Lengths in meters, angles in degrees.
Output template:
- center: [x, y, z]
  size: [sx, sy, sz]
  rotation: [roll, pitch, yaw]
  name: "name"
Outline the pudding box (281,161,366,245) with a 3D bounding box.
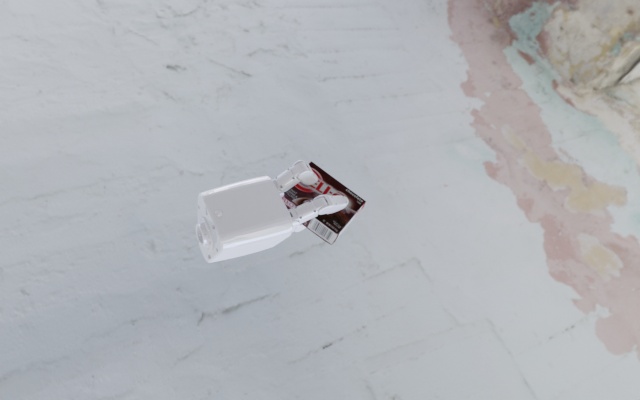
- center: [0.000, 0.003, 0.739]
  size: [0.090, 0.113, 0.039]
  rotation: [-47, -8, -39]
  name: "pudding box"
